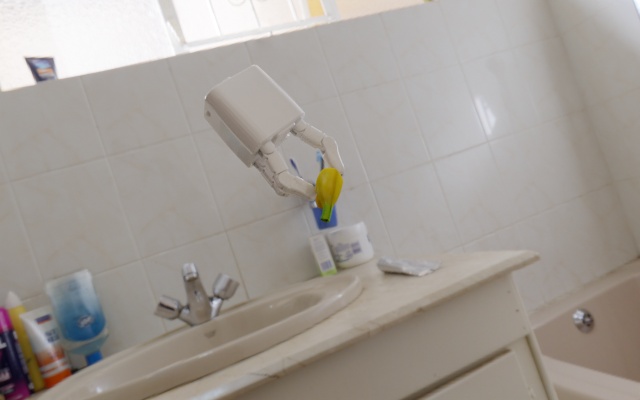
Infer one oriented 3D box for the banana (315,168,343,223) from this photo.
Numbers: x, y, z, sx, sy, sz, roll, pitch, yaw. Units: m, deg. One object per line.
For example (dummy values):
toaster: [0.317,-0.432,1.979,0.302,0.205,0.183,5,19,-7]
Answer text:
banana: [0.007,-0.015,0.697,0.037,0.069,0.198,23,4,-1]
